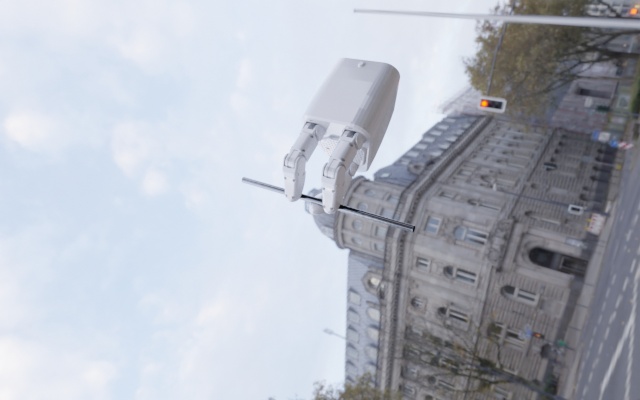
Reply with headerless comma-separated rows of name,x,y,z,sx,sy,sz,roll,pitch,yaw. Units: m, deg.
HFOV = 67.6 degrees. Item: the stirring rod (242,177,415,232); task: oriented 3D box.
stirring rod,0.000,0.002,0.580,0.239,0.011,0.011,16,7,27
